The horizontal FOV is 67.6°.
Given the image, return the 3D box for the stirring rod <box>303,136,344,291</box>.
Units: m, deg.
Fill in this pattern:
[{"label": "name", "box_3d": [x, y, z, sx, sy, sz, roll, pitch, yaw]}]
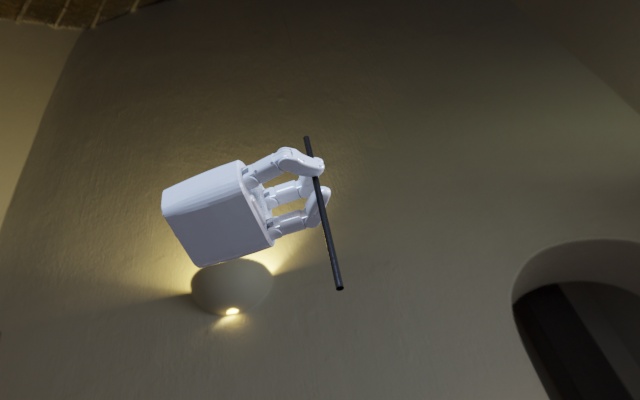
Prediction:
[{"label": "stirring rod", "box_3d": [0.000, 0.002, 0.553, 0.011, 0.239, 0.011, -7, -44, -6]}]
